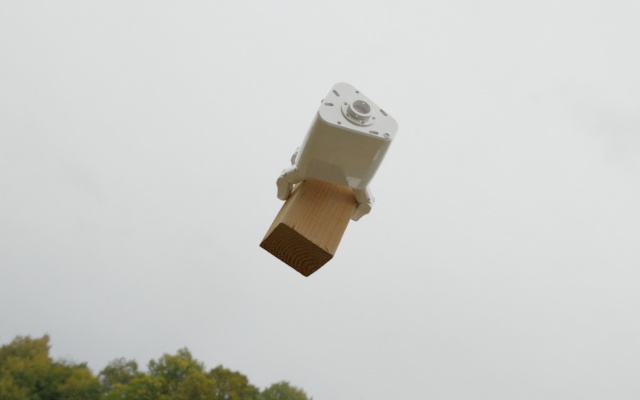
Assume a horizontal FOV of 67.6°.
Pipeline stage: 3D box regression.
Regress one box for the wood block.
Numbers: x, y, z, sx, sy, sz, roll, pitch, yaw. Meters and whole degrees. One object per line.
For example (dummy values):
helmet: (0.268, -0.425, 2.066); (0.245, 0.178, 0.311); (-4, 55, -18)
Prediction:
wood block: (0.001, 0.002, 0.744); (0.091, 0.206, 0.090); (35, -39, -8)
